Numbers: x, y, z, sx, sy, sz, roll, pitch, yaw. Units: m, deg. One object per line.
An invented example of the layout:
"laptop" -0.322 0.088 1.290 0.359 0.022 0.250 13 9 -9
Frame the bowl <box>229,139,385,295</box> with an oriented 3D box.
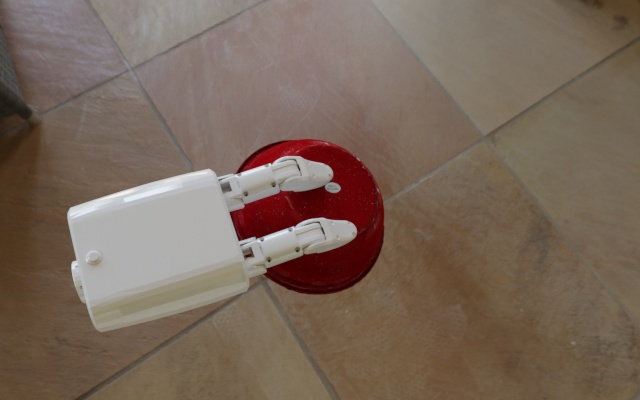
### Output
"bowl" 0.001 0.001 0.441 0.162 0.162 0.055 0 -24 -25
